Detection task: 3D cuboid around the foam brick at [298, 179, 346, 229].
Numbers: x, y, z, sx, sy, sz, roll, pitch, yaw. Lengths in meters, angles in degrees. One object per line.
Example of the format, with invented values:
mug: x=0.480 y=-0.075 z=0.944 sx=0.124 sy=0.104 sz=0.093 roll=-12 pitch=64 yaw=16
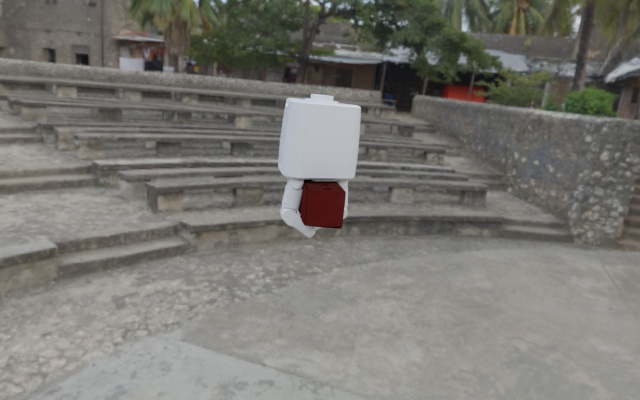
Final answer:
foam brick: x=0.000 y=0.002 z=0.666 sx=0.053 sy=0.051 sz=0.078 roll=4 pitch=14 yaw=-11
